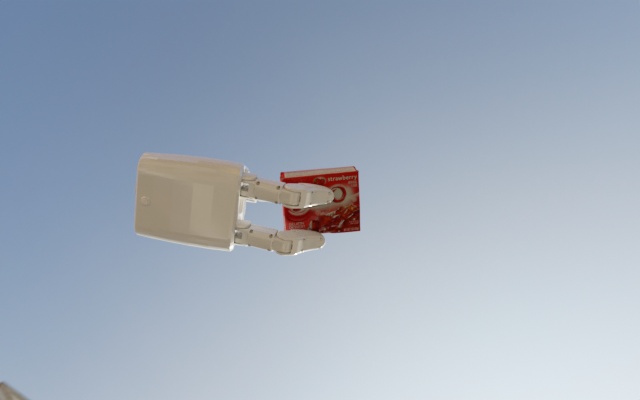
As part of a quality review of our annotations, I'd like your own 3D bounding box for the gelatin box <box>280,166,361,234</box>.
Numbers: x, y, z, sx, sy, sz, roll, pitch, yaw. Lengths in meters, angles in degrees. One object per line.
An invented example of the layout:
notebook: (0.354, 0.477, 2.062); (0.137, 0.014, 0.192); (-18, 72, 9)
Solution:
gelatin box: (0.000, 0.002, 0.549); (0.089, 0.073, 0.030); (-5, 18, -6)
